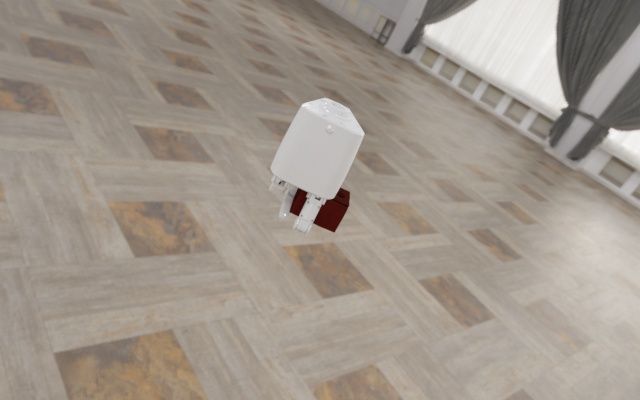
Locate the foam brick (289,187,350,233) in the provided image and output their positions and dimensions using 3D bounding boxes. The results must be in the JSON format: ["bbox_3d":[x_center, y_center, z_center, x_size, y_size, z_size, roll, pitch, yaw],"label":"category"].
[{"bbox_3d":[0.000,0.003,0.718,0.078,0.051,0.053,25,25,-7],"label":"foam brick"}]
